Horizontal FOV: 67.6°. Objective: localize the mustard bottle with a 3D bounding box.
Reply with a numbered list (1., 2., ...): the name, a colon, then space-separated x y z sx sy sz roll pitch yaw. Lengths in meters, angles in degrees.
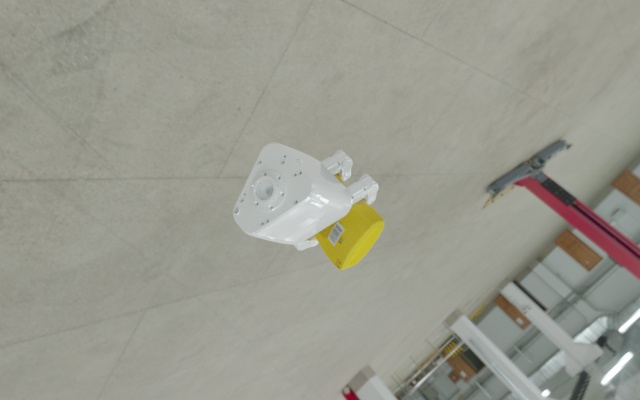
1. mustard bottle: 0.000 0.002 0.694 0.058 0.096 0.191 -13 52 -47
